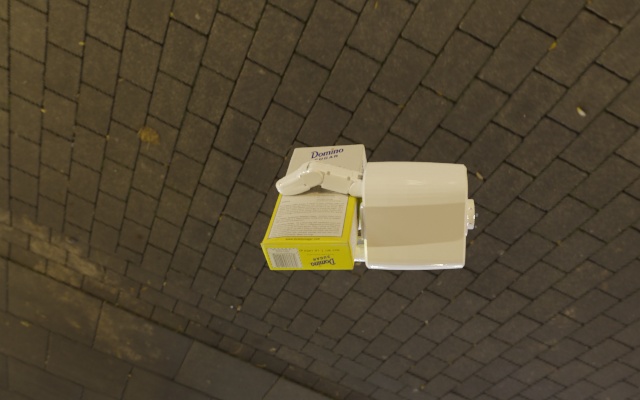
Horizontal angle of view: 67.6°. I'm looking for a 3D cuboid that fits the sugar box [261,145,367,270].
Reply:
[{"bbox_3d":[0.000,0.002,0.549,0.093,0.048,0.176,-1,37,14],"label":"sugar box"}]
